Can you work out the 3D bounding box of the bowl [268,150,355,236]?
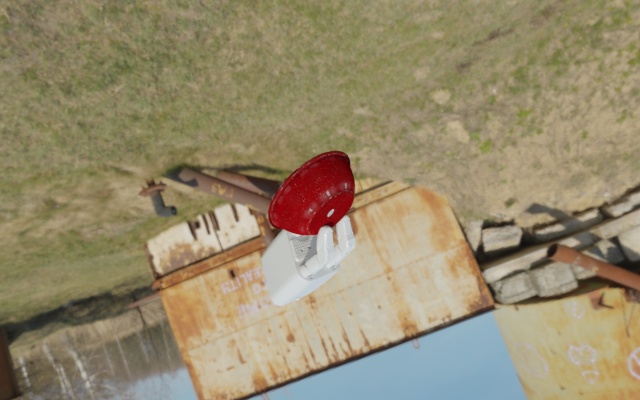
[{"bbox_3d":[0.001,0.002,0.733,0.055,0.162,0.162,47,24,26],"label":"bowl"}]
